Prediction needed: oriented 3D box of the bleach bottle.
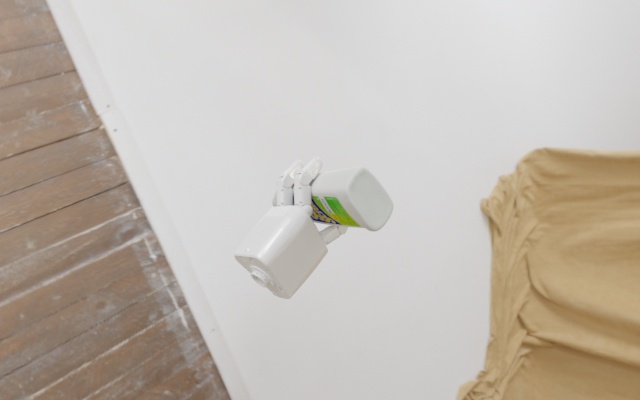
[{"bbox_3d":[0.000,0.003,0.808,0.251,0.103,0.068,-5,40,53],"label":"bleach bottle"}]
